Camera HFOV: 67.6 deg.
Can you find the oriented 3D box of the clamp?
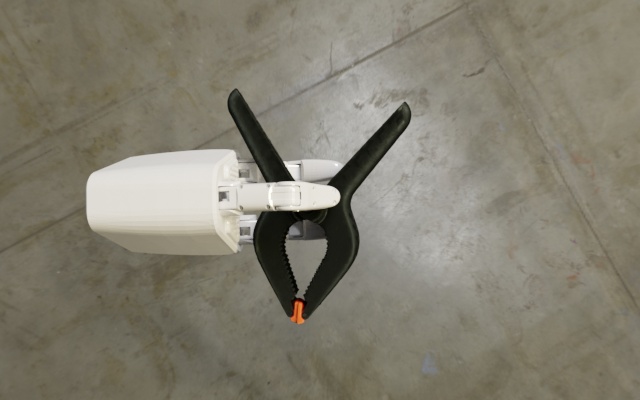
[{"bbox_3d":[0.000,0.002,0.424,0.164,0.210,0.036,-2,-2,5],"label":"clamp"}]
